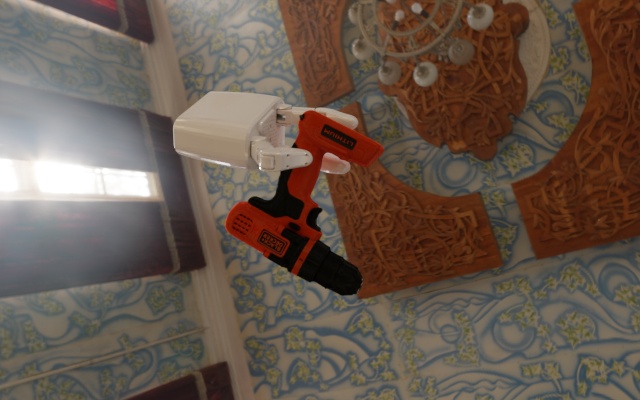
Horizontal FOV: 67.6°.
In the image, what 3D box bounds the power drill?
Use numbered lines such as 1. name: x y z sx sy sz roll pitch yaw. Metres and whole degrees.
1. power drill: 0.000 0.001 0.574 0.184 0.187 0.057 29 5 3
